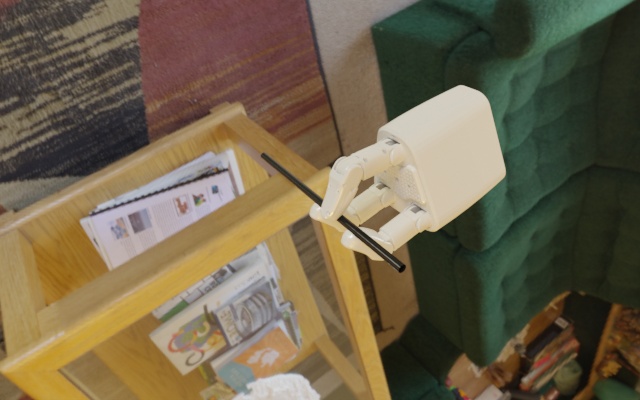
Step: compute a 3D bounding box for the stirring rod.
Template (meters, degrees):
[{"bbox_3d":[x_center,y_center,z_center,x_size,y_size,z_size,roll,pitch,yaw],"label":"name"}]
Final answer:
[{"bbox_3d":[0.000,0.001,0.471,0.011,0.011,0.239,0,27,-38],"label":"stirring rod"}]
